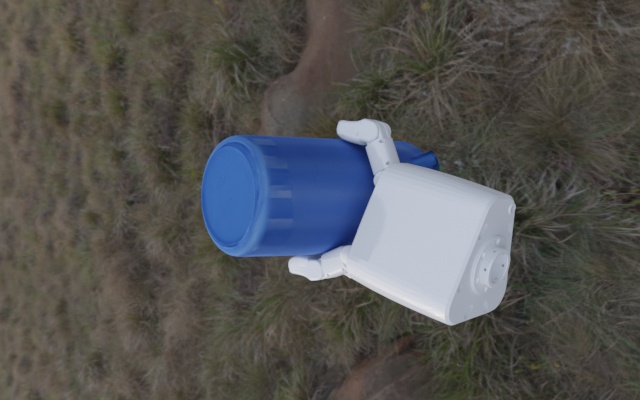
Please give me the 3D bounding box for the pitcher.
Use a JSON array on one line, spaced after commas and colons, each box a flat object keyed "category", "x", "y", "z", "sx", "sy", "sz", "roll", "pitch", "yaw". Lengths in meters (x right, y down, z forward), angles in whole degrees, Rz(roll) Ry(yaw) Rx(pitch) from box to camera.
[{"category": "pitcher", "x": 0.000, "y": 0.002, "z": 0.504, "sx": 0.243, "sy": 0.149, "sz": 0.145, "roll": 0, "pitch": 16, "yaw": -43}]
